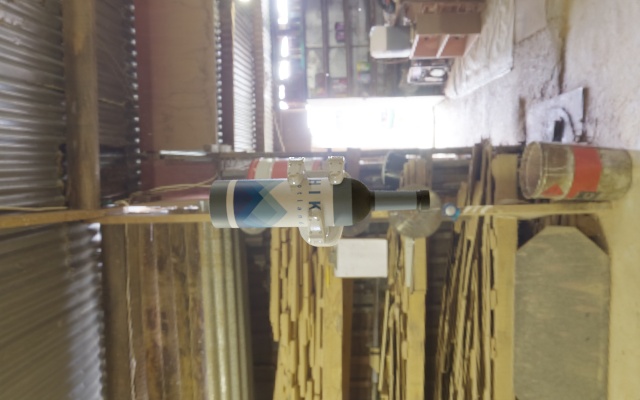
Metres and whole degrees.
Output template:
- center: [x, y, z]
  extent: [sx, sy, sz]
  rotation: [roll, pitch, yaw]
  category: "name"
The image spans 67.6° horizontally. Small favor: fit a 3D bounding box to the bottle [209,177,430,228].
- center: [0.000, 0.002, 0.658]
  extent: [0.296, 0.069, 0.069]
  rotation: [-1, 0, 4]
  category: "bottle"
